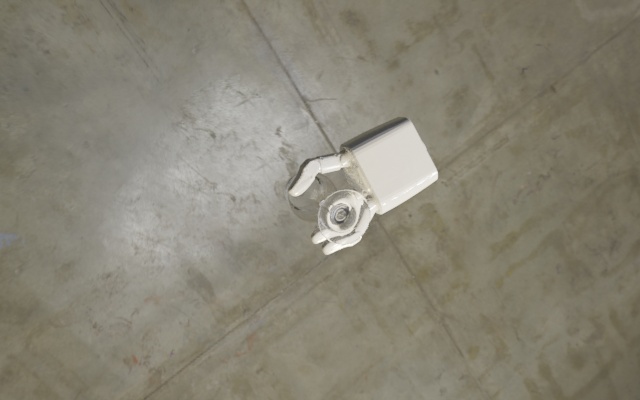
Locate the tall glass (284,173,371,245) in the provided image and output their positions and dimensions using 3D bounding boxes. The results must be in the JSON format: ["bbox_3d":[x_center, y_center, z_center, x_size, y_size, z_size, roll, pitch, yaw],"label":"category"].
[{"bbox_3d":[0.000,0.002,0.712,0.079,0.079,0.201,0,11,-19],"label":"tall glass"}]
